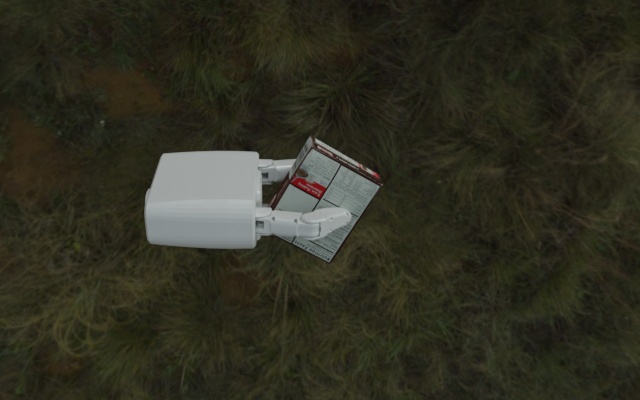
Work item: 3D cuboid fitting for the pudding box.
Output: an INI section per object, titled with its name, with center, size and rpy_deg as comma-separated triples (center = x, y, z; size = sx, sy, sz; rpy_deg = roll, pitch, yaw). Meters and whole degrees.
[pudding box]
center = 0.000, 0.002, 0.519
size = 0.090, 0.113, 0.039
rpy_deg = 28, 20, -14
